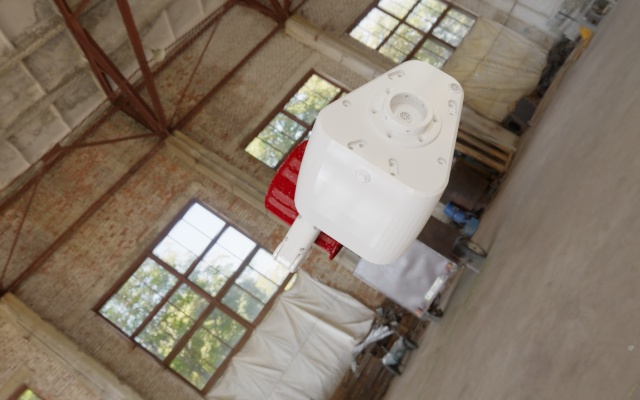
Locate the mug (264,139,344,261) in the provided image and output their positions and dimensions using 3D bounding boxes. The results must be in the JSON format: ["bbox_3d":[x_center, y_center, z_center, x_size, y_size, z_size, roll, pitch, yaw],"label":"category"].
[{"bbox_3d":[0.000,0.002,0.460,0.081,0.093,0.117,34,-30,9],"label":"mug"}]
